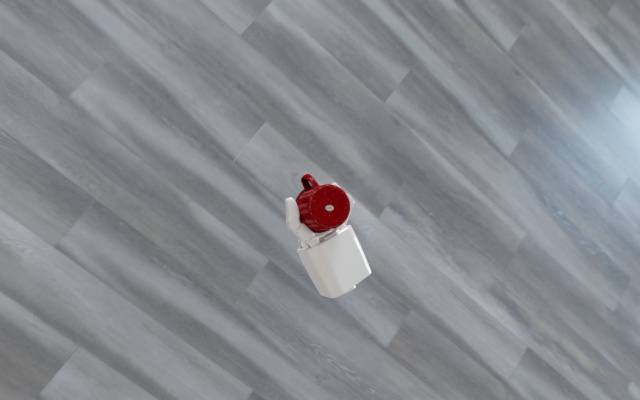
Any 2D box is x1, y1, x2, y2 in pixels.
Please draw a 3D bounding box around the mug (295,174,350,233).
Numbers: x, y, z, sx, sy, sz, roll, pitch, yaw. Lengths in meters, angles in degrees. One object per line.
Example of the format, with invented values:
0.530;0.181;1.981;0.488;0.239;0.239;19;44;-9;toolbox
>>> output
0.000;0.002;0.886;0.093;0.117;0.081;-28;4;-18;mug
